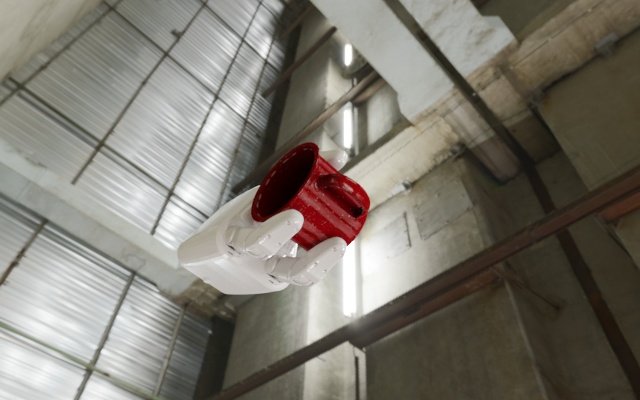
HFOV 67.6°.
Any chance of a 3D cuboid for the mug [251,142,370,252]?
[{"bbox_3d":[0.001,0.001,0.460,0.081,0.093,0.117,39,-33,-27],"label":"mug"}]
